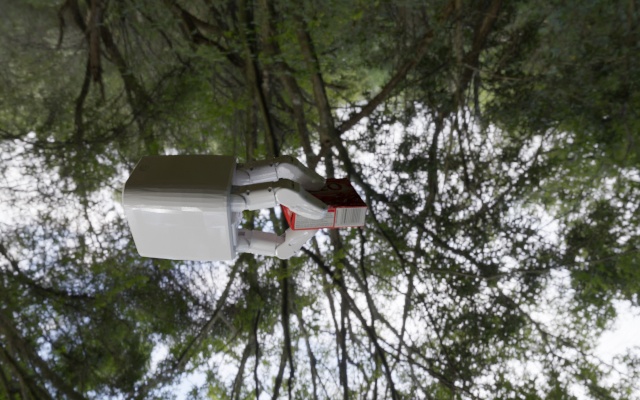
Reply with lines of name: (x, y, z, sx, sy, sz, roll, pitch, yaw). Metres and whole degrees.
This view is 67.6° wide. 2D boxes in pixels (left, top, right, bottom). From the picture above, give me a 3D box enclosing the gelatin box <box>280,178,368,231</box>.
gelatin box: (0.000, 0.002, 0.552, 0.089, 0.030, 0.073, -3, 29, -17)
